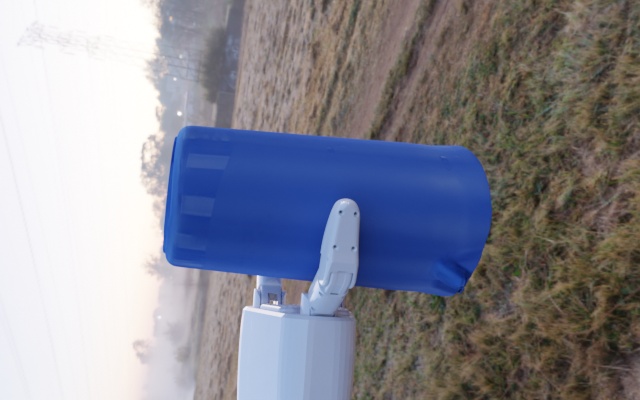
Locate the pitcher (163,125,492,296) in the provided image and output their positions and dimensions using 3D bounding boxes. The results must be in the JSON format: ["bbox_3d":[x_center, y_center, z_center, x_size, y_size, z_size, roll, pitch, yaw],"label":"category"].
[{"bbox_3d":[0.000,0.001,0.402,0.243,0.145,0.149,6,-10,-16],"label":"pitcher"}]
